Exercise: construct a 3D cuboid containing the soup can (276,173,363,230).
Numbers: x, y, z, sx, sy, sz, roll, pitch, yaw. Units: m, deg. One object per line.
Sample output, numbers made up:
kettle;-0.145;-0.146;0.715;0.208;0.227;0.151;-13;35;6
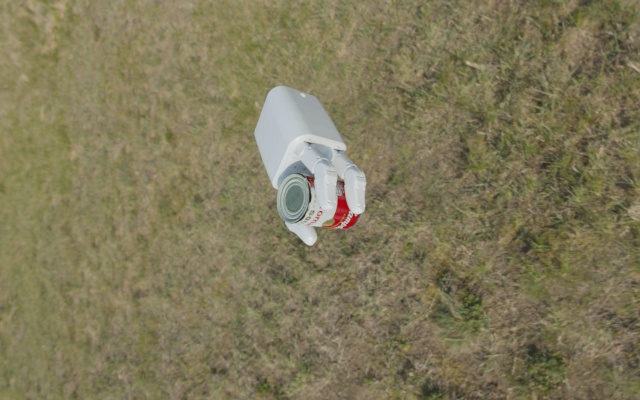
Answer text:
soup can;0.000;0.003;0.646;0.102;0.068;0.068;9;-6;-43
